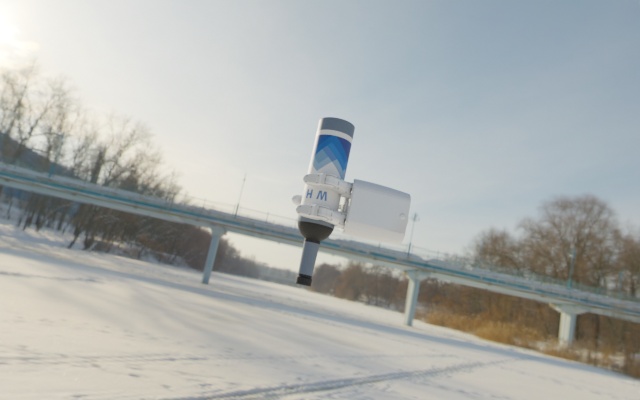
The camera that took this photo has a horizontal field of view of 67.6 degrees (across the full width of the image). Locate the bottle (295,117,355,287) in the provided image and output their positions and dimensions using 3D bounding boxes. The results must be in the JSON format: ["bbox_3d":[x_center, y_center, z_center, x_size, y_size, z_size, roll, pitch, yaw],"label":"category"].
[{"bbox_3d":[0.000,0.002,0.841,0.069,0.295,0.069,12,-11,2],"label":"bottle"}]
